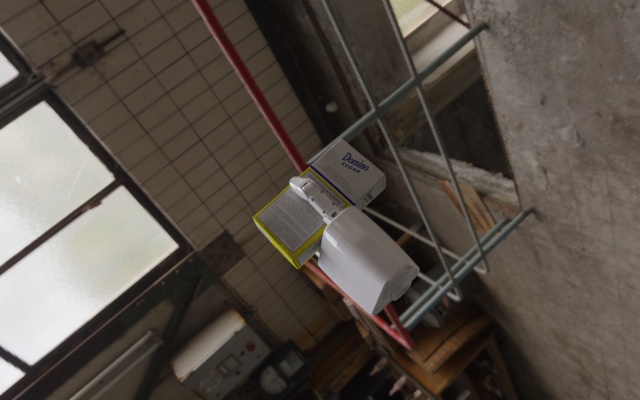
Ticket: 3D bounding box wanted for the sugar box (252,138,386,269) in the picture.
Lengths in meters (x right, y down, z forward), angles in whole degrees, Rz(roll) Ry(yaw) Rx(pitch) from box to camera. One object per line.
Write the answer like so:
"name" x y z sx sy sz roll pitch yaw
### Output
"sugar box" 0.000 0.003 0.675 0.093 0.176 0.048 44 -14 24
